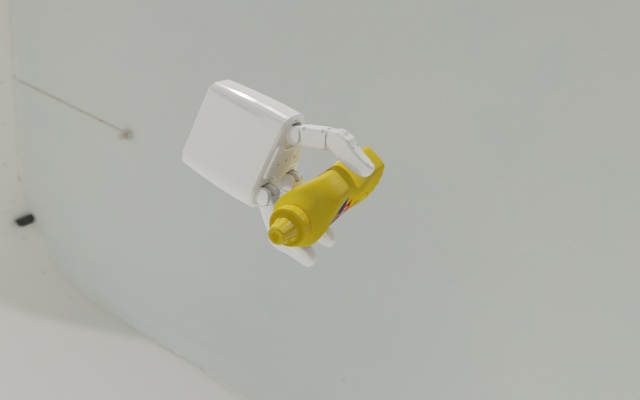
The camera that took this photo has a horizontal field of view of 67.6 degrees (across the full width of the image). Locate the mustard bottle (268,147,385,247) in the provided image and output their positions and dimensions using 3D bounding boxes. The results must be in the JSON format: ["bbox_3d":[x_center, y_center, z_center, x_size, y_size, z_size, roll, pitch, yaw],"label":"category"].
[{"bbox_3d":[0.000,0.002,0.521,0.096,0.058,0.191,-42,-3,33],"label":"mustard bottle"}]
